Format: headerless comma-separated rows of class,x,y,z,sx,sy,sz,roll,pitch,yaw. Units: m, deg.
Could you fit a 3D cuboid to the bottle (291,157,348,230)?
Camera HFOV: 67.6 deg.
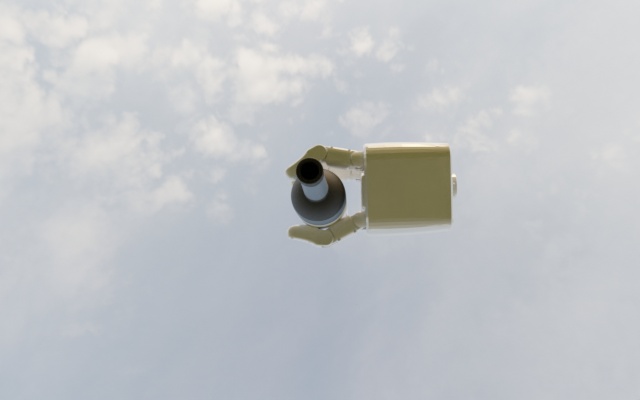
bottle,0.000,0.002,0.608,0.069,0.069,0.296,0,-12,4
